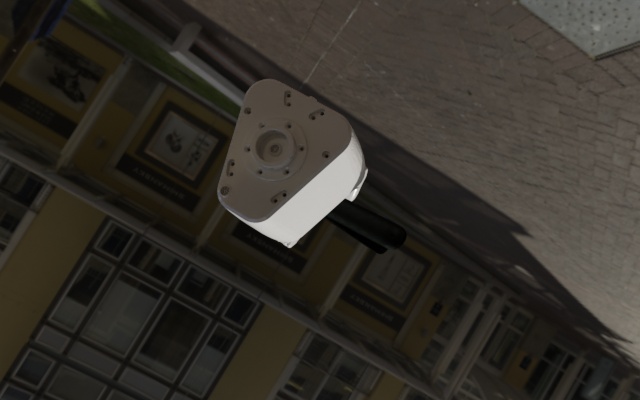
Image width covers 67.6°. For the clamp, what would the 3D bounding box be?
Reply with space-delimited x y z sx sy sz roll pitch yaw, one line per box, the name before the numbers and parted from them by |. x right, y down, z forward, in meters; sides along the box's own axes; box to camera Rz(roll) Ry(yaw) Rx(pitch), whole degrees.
clamp | -0.001 0.002 0.537 0.210 0.036 0.164 31 -7 13
